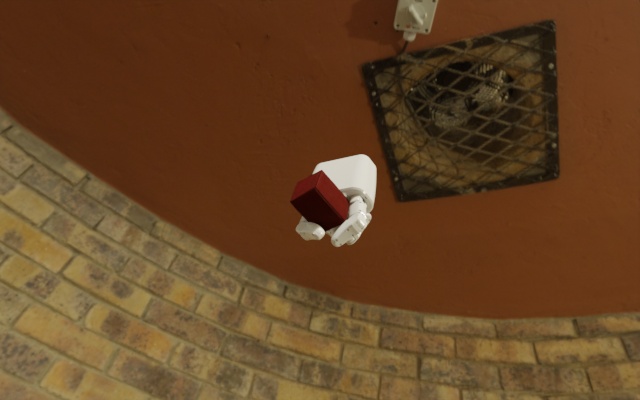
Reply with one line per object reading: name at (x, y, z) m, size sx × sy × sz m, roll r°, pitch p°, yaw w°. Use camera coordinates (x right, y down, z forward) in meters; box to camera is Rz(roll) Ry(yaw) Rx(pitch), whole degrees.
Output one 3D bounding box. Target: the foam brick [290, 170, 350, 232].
foam brick at (0.000, 0.002, 0.739) m, size 0.053 × 0.078 × 0.051 m, roll -26°, pitch 29°, yaw 30°
